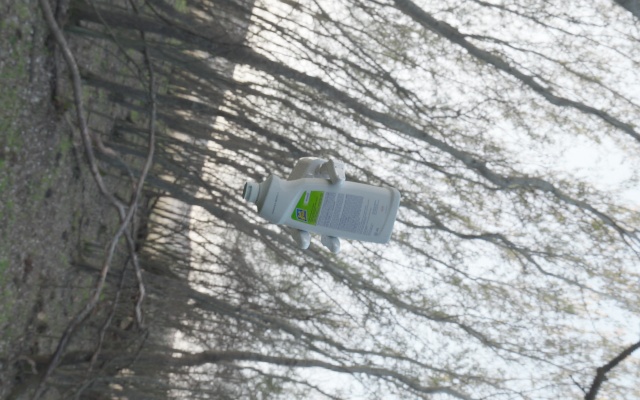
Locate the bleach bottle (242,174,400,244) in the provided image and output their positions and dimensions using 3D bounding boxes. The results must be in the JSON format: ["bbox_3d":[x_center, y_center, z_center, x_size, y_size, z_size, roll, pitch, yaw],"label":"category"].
[{"bbox_3d":[0.000,0.003,0.779,0.251,0.102,0.068,13,2,-18],"label":"bleach bottle"}]
